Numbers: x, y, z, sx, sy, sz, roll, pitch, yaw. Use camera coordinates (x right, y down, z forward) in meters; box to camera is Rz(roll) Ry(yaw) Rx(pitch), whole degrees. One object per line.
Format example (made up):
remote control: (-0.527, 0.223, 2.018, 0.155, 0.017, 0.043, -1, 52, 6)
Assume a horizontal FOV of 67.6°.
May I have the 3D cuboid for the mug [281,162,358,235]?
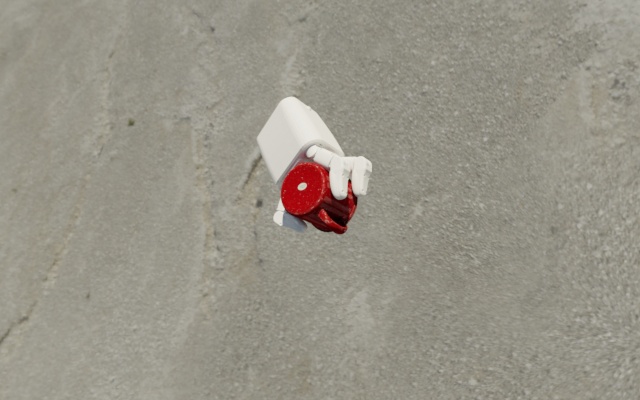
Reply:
mug: (0.001, 0.003, 0.698, 0.093, 0.117, 0.081, -41, -34, 18)
